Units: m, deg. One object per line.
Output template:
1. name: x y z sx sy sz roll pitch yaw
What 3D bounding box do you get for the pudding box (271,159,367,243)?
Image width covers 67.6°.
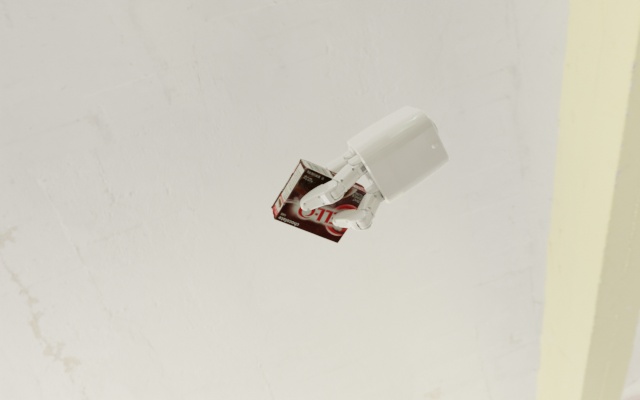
1. pudding box: 0.000 0.002 0.680 0.113 0.090 0.039 23 21 -25
